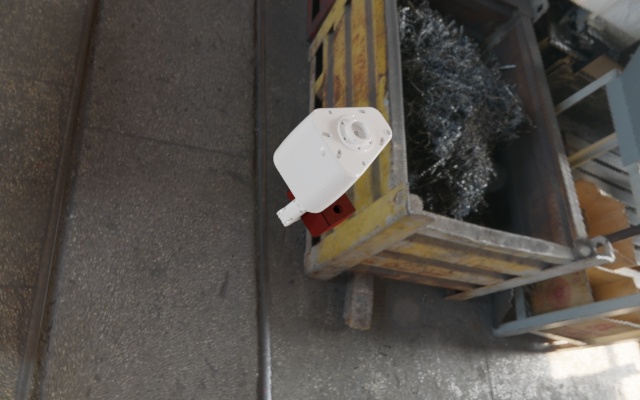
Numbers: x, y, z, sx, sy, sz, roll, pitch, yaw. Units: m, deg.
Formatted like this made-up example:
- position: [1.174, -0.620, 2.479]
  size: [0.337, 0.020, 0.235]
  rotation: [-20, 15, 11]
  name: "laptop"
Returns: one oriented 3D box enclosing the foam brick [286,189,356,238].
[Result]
- position: [0.000, 0.002, 0.661]
  size: [0.053, 0.078, 0.051]
  rotation: [-29, -6, -36]
  name: "foam brick"
